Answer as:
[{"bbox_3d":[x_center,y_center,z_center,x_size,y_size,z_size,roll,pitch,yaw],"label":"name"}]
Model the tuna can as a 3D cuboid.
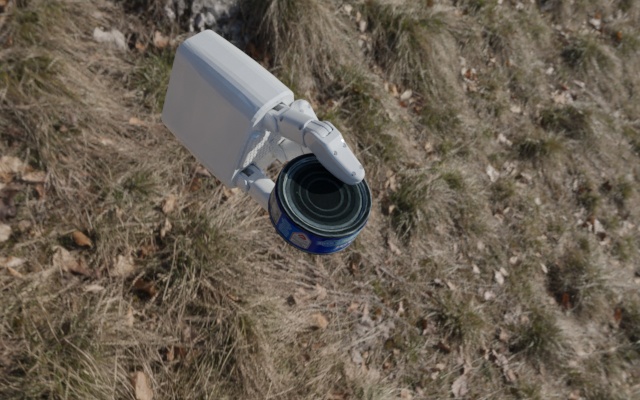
[{"bbox_3d":[0.000,0.001,0.410,0.086,0.086,0.034,0,-30,-19],"label":"tuna can"}]
